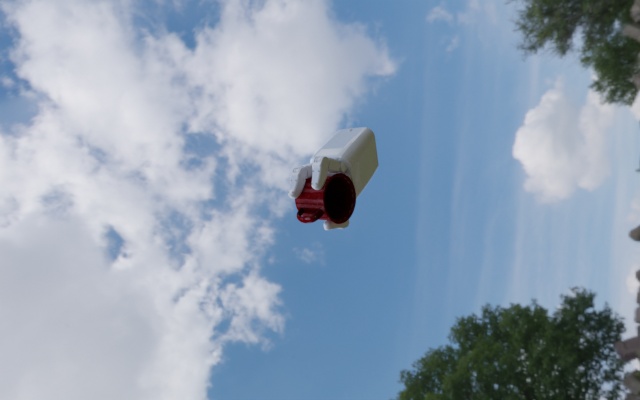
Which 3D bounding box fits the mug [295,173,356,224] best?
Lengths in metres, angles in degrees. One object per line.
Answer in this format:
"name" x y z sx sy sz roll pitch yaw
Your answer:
"mug" -0.001 0.004 0.886 0.081 0.093 0.117 2 40 43
